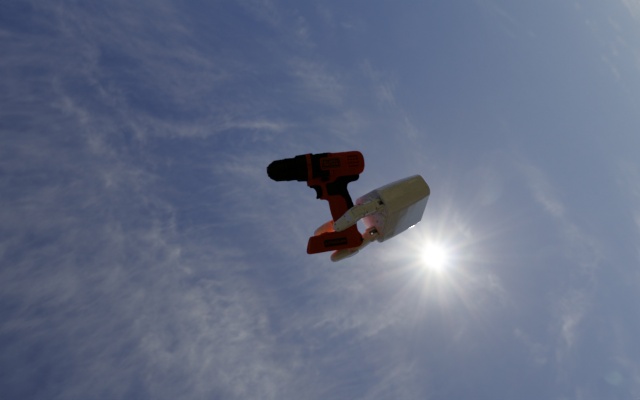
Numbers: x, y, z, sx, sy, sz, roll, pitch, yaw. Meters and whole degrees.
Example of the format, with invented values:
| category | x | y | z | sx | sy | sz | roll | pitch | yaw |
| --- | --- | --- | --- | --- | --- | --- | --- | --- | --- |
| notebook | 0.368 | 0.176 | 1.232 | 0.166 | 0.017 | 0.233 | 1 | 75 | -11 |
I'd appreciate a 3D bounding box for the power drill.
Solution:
| category | x | y | z | sx | sy | sz | roll | pitch | yaw |
| --- | --- | --- | --- | --- | --- | --- | --- | --- | --- |
| power drill | 0.000 | 0.003 | 0.888 | 0.184 | 0.187 | 0.057 | -7 | -4 | -4 |
